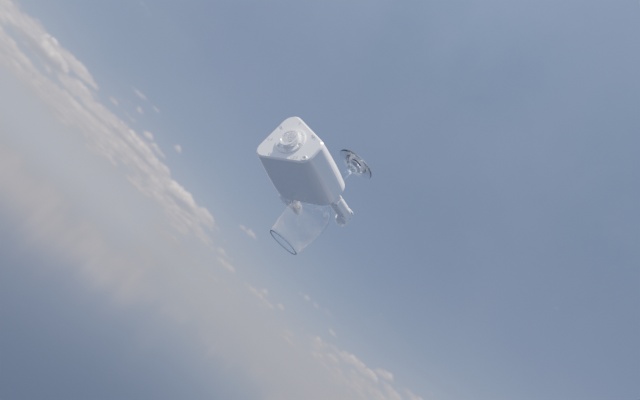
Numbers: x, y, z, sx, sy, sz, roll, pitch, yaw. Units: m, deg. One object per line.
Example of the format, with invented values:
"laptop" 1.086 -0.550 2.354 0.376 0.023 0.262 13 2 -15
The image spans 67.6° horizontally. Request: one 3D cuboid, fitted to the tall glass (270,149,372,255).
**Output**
"tall glass" 0.001 0.002 0.847 0.079 0.201 0.079 38 -17 14
